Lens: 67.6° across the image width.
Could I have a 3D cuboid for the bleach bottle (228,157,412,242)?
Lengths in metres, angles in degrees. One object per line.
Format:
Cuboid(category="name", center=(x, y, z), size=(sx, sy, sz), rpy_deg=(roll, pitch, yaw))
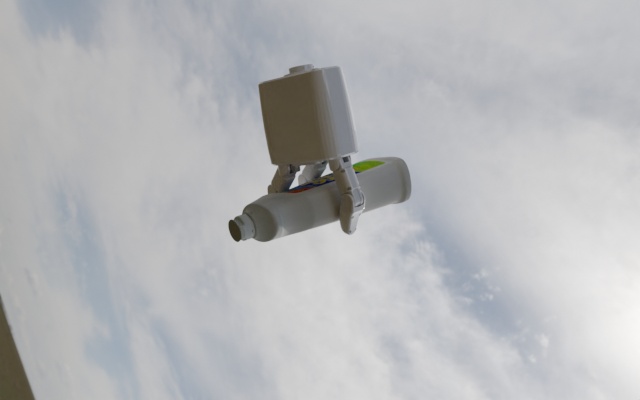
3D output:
Cuboid(category="bleach bottle", center=(0.000, 0.002, 0.624), size=(0.251, 0.068, 0.102), rpy_deg=(-20, 14, -36))
